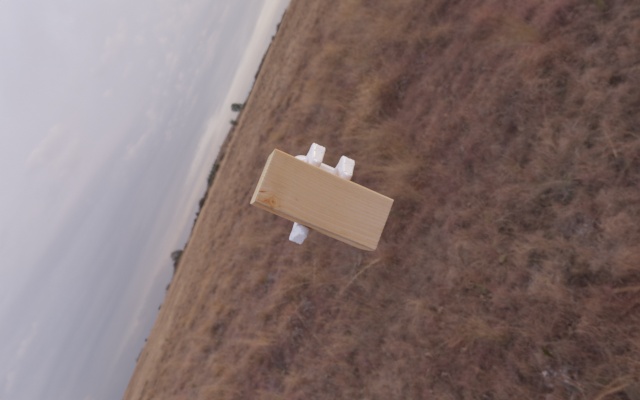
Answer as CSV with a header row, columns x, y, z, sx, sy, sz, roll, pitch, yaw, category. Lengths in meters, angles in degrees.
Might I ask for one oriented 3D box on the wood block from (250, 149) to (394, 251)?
x,y,z,sx,sy,sz,roll,pitch,yaw,category
0.000,0.003,0.781,0.206,0.091,0.090,22,-7,-11,wood block
